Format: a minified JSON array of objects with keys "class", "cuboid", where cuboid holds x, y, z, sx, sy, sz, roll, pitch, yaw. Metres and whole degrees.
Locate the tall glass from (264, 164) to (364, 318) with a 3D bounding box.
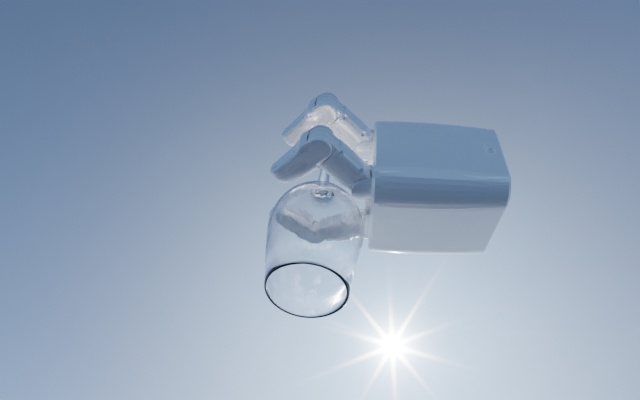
[{"class":"tall glass","cuboid":[0.000,0.001,0.415,0.079,0.079,0.200,0,40,8]}]
